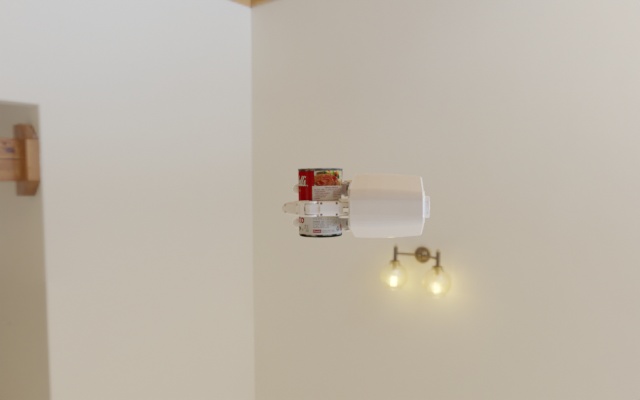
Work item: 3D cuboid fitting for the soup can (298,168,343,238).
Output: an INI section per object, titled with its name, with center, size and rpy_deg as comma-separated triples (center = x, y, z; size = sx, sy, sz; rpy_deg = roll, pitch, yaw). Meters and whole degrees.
[soup can]
center = 0.000, 0.003, 0.725
size = 0.068, 0.102, 0.068
rpy_deg = -1, 3, 0
